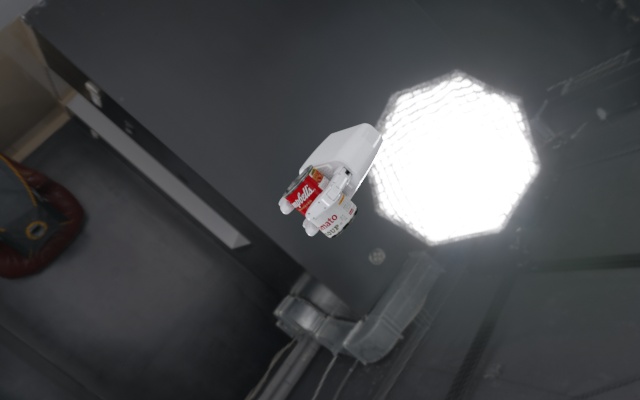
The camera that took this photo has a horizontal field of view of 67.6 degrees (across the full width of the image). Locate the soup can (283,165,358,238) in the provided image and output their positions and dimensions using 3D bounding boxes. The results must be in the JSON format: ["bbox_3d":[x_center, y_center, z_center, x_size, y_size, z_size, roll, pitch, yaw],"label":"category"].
[{"bbox_3d":[0.000,0.003,0.752,0.102,0.068,0.068,42,-9,-10],"label":"soup can"}]
